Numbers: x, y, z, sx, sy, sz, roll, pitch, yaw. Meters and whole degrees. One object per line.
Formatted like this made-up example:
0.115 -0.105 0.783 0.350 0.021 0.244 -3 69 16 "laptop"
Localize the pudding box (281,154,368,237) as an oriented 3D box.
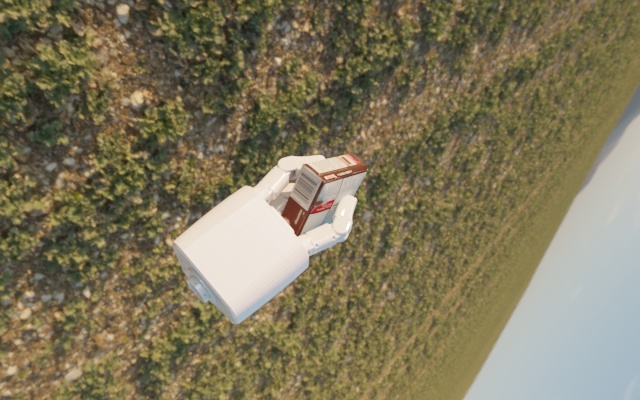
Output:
0.000 0.002 0.588 0.039 0.113 0.090 43 36 23 "pudding box"
